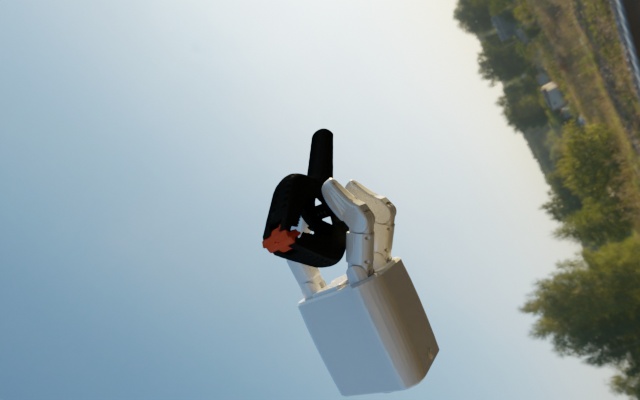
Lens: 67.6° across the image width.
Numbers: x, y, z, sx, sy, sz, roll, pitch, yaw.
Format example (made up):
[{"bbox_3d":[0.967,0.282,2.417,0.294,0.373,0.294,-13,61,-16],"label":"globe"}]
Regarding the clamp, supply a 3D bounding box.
[{"bbox_3d":[-0.001,0.002,0.481,0.036,0.164,0.210,-28,-6,26],"label":"clamp"}]
